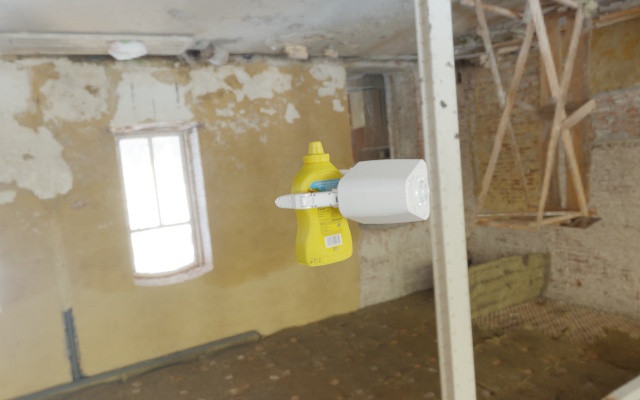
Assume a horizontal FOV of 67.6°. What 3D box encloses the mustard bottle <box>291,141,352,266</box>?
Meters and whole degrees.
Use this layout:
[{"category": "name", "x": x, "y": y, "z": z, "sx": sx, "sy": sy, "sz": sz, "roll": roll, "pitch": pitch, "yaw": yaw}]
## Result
[{"category": "mustard bottle", "x": 0.000, "y": 0.003, "z": 0.761, "sx": 0.096, "sy": 0.191, "sz": 0.058, "roll": -9, "pitch": 6, "yaw": -36}]
